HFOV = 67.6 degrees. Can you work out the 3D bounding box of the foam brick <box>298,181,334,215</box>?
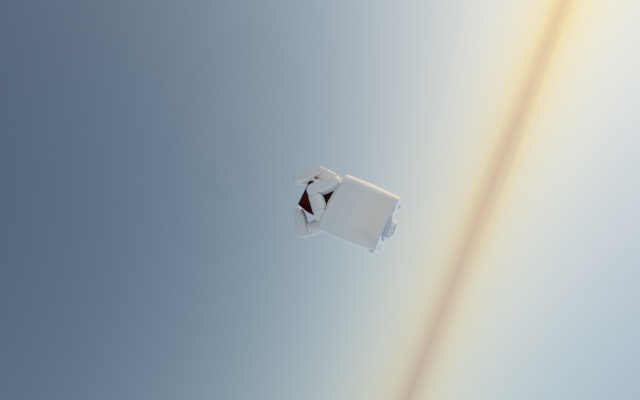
[{"bbox_3d":[0.000,0.003,0.895,0.051,0.053,0.078,24,-6,18],"label":"foam brick"}]
